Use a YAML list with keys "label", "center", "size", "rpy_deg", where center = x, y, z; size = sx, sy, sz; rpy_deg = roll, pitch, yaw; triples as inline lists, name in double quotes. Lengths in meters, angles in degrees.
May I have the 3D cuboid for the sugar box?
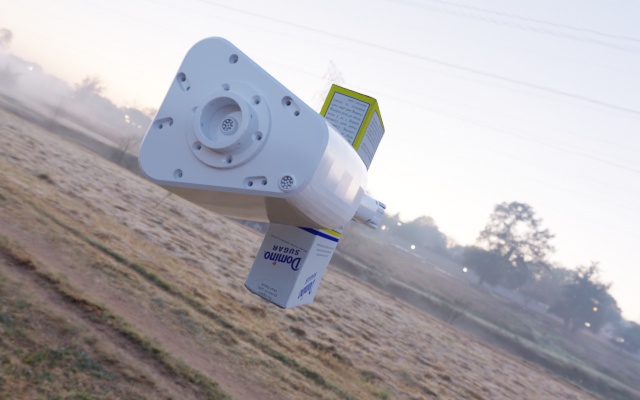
- label: "sugar box"
  center: [0.000, 0.001, 0.408]
  size: [0.048, 0.176, 0.093]
  rpy_deg: [25, -3, 15]
